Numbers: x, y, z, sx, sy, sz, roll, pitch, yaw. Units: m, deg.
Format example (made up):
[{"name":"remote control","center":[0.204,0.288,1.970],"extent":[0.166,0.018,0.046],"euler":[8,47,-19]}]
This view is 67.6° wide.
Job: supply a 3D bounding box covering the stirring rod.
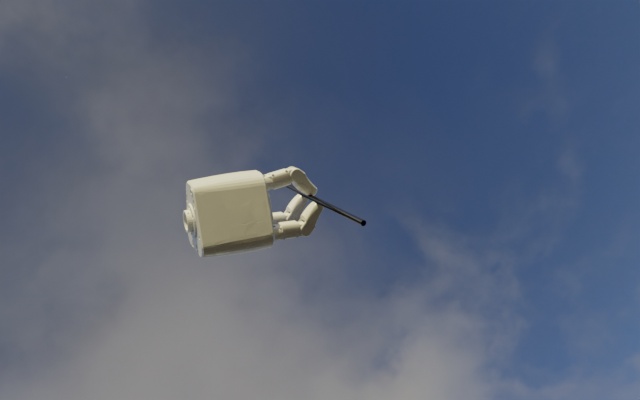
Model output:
[{"name":"stirring rod","center":[0.000,0.002,0.714],"extent":[0.011,0.011,0.239],"euler":[0,13,-28]}]
